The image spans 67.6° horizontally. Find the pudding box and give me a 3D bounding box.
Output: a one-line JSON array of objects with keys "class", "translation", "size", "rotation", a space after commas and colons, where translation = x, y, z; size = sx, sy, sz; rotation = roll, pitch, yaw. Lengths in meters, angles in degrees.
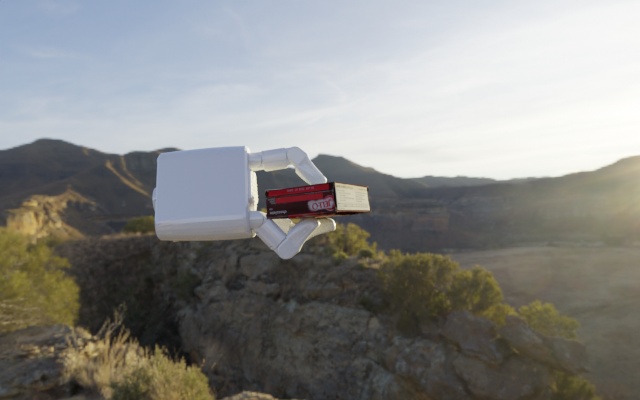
[{"class": "pudding box", "translation": [0.000, 0.002, 0.574], "size": [0.090, 0.039, 0.113], "rotation": [-5, -2, 26]}]
